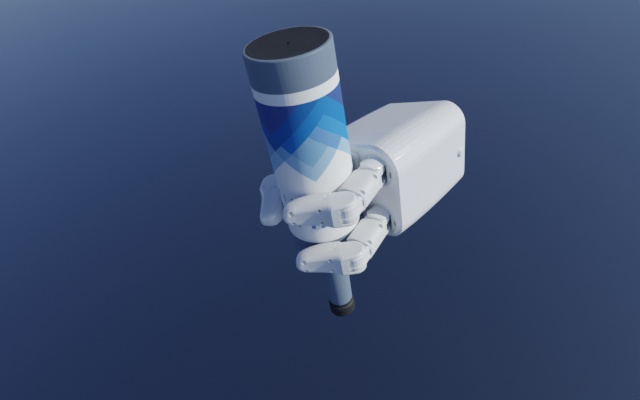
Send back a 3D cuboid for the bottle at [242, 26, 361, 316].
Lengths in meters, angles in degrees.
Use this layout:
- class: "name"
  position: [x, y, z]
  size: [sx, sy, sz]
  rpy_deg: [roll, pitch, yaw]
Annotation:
- class: "bottle"
  position: [0.000, 0.001, 0.431]
  size: [0.069, 0.296, 0.069]
  rpy_deg: [-7, 38, 6]
